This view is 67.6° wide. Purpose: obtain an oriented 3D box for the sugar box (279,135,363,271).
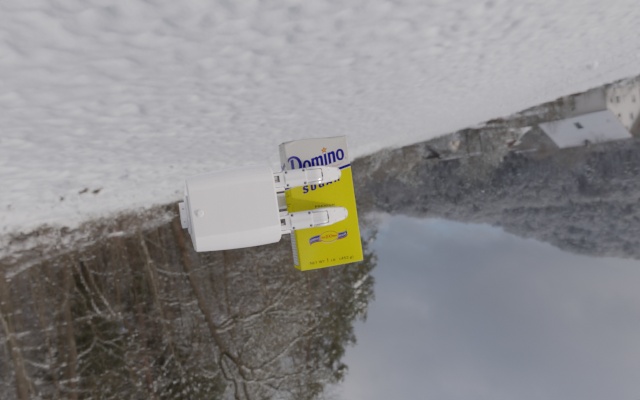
[{"bbox_3d":[0.000,0.002,0.664,0.093,0.176,0.048,-8,2,-15],"label":"sugar box"}]
